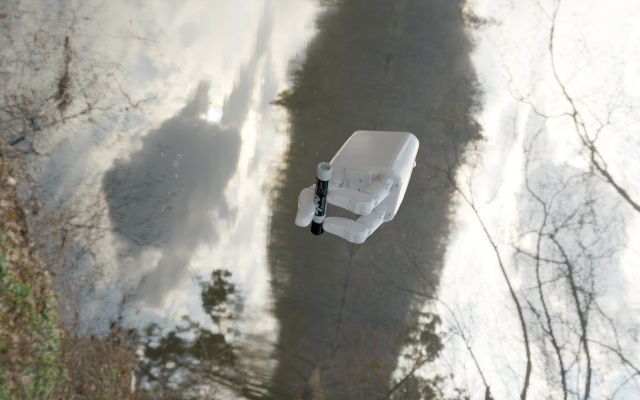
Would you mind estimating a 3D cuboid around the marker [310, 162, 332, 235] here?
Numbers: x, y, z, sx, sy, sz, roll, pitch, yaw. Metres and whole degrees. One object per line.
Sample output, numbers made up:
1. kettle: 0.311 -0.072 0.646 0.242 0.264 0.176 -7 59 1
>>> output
1. marker: 0.000 0.002 0.630 0.020 0.121 0.020 4 43 -3
